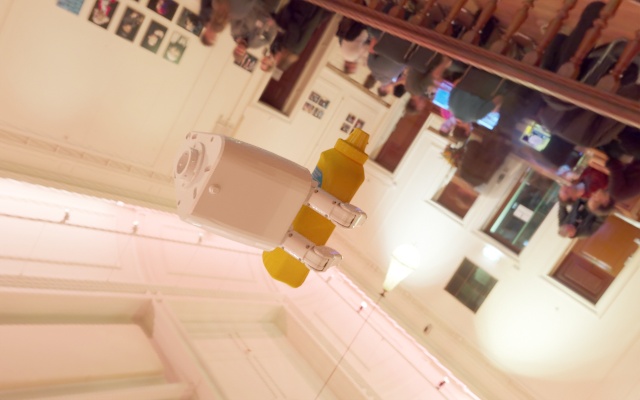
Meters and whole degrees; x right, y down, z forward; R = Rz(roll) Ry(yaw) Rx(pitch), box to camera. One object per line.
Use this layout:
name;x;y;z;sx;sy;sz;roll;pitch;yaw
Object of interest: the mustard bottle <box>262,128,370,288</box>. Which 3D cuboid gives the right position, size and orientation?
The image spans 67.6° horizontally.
mustard bottle;0.000;0.002;0.558;0.058;0.191;0.096;28;11;-13
